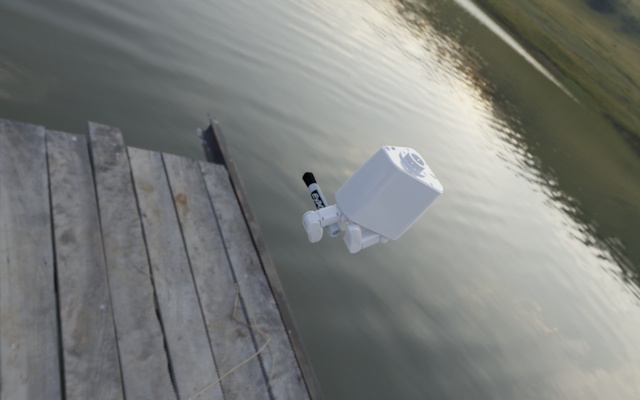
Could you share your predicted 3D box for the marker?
[{"bbox_3d":[0.000,0.002,0.720,0.020,0.121,0.020,-17,-35,-13],"label":"marker"}]
